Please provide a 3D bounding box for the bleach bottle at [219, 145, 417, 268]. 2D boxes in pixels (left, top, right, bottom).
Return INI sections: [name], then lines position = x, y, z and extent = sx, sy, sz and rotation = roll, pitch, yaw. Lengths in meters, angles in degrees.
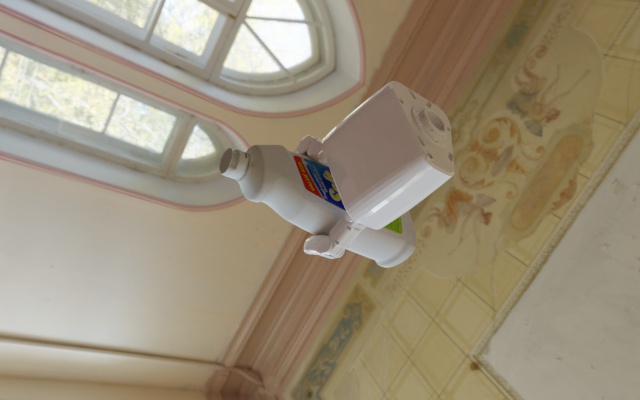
[bleach bottle]
position = 0.000, 0.002, 0.562
extent = 0.251, 0.102, 0.068
rotation = 20, -44, -33
